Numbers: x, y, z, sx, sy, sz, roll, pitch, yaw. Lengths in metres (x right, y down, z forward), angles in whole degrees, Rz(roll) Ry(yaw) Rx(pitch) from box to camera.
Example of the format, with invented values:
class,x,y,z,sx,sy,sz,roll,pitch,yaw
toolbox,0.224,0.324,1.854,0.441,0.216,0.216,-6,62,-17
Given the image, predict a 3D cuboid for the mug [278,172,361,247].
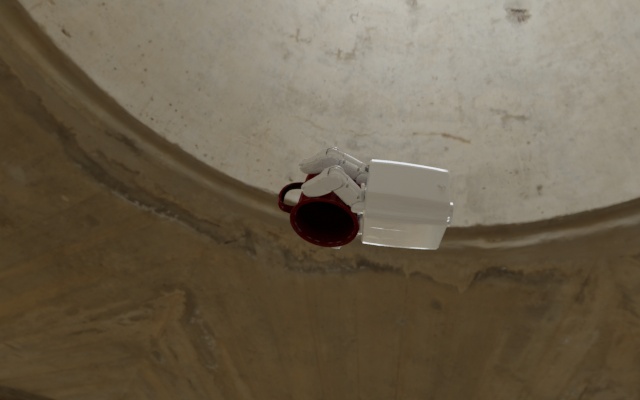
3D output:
class,x,y,z,sx,sy,sz,roll,pitch,yaw
mug,-0.001,0.002,0.658,0.117,0.093,0.081,8,45,7
